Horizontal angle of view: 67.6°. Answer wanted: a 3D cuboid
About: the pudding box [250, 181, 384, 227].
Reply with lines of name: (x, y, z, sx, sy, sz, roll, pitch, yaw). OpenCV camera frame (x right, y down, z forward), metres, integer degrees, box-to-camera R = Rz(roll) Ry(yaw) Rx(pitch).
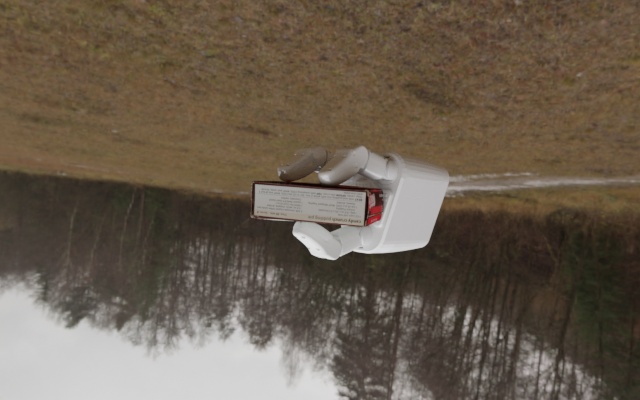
pudding box: (0.000, 0.002, 0.468, 0.113, 0.039, 0.090, 3, 1, 15)
